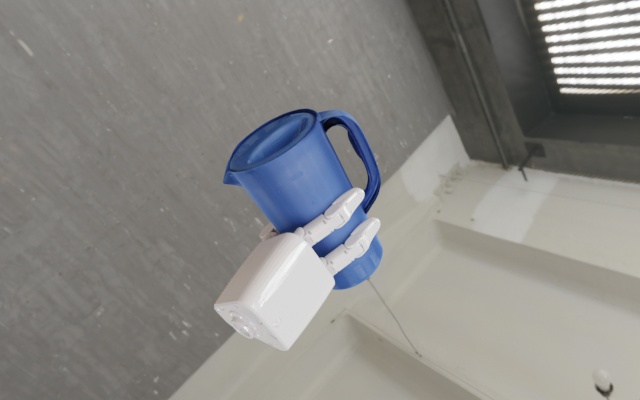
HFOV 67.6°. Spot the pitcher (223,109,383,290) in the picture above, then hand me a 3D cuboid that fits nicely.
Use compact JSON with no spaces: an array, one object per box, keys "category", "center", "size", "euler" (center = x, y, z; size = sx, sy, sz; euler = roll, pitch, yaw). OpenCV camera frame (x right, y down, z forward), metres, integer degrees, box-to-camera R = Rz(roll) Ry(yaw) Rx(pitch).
[{"category":"pitcher","center":[0.000,0.002,0.652],"size":[0.149,0.243,0.145],"euler":[0,43,44]}]
